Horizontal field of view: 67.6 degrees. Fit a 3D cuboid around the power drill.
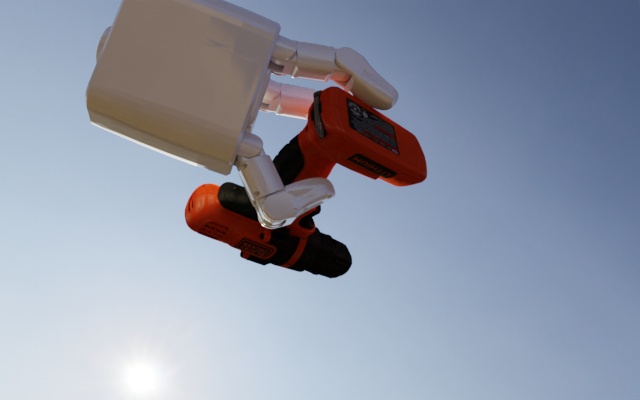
[{"bbox_3d":[0.000,0.001,0.424,0.184,0.057,0.188,24,-48,-32],"label":"power drill"}]
